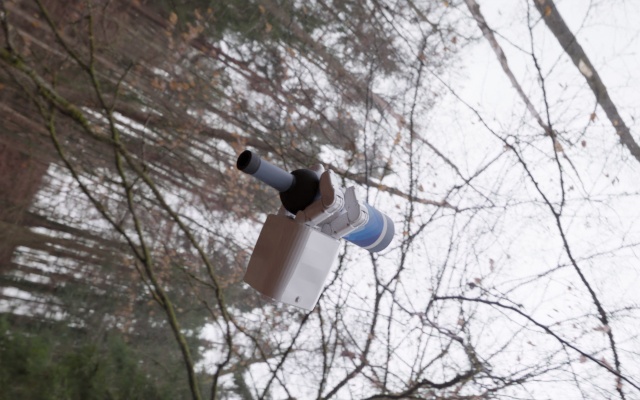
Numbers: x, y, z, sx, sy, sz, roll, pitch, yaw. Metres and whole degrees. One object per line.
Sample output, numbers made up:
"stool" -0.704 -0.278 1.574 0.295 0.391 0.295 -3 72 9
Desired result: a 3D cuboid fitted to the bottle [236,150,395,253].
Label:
"bottle" 0.000 0.002 0.681 0.069 0.069 0.296 0 -21 43
